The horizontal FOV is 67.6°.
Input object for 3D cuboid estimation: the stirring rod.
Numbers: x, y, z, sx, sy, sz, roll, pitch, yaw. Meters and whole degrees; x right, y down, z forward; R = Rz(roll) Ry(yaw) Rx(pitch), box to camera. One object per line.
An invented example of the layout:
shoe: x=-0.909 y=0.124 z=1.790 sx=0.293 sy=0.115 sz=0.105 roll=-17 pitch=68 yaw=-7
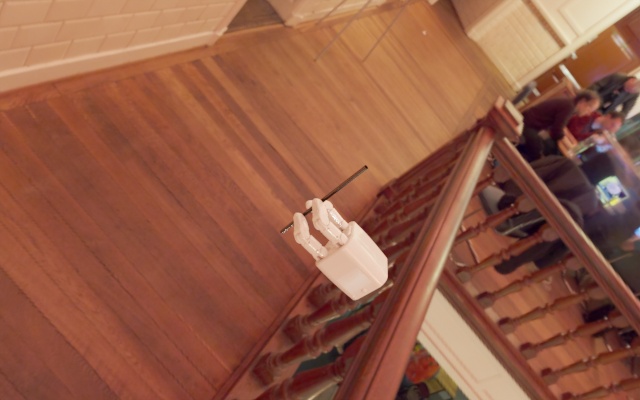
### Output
stirring rod: x=0.000 y=0.003 z=0.886 sx=0.011 sy=0.011 sz=0.240 roll=0 pitch=-30 yaw=-49
